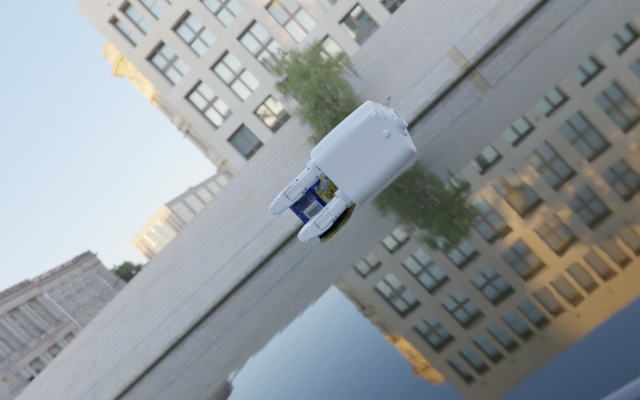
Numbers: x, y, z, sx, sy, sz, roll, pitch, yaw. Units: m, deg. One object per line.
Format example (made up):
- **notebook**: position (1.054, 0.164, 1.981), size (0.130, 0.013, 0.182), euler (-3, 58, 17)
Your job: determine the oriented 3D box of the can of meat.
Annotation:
- **can of meat**: position (0.000, 0.002, 0.698), size (0.057, 0.084, 0.102), euler (-42, 6, 24)
